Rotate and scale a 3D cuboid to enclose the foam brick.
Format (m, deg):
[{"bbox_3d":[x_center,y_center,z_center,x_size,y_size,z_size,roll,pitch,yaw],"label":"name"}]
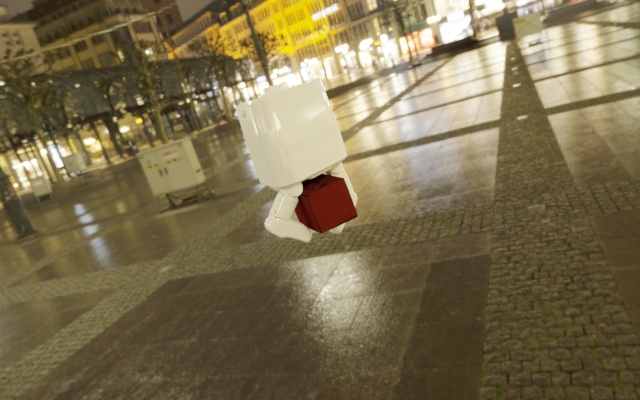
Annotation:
[{"bbox_3d":[0.000,0.002,0.594,0.053,0.051,0.078,-25,16,-19],"label":"foam brick"}]
